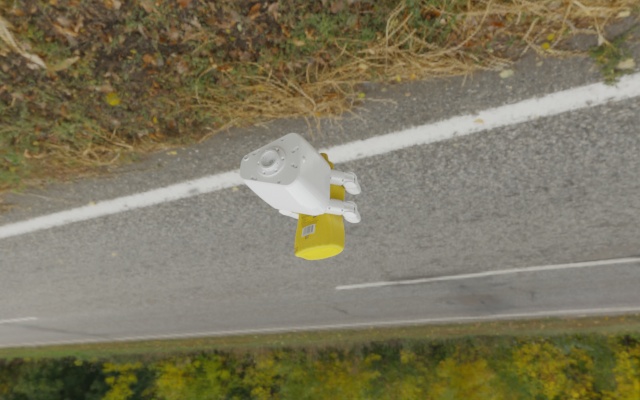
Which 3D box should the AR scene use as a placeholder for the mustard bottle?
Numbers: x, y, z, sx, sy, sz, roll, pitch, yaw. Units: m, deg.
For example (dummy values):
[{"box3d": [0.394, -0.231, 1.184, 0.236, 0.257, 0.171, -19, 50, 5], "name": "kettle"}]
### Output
[{"box3d": [0.000, 0.003, 0.841, 0.058, 0.191, 0.096, 21, -30, -37], "name": "mustard bottle"}]
